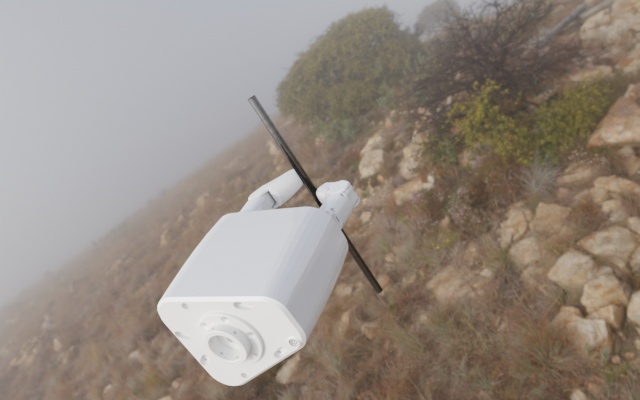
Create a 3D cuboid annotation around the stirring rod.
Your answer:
[{"bbox_3d":[0.000,0.002,0.471,0.011,0.239,0.011,-30,19,11],"label":"stirring rod"}]
